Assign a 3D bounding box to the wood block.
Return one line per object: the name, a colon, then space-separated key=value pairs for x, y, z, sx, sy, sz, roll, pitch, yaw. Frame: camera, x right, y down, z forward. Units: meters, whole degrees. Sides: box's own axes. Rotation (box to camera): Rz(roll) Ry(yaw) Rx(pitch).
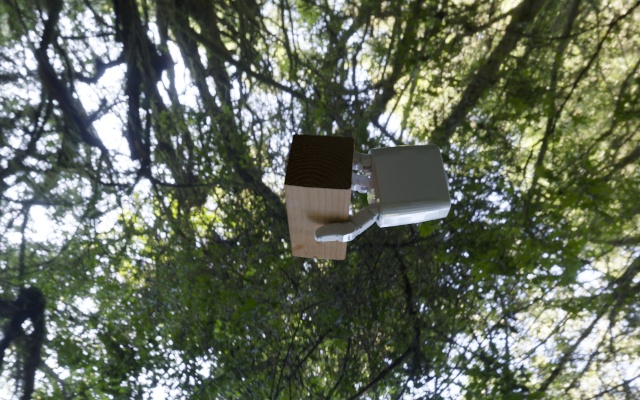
wood block: x=0.000 y=0.003 z=0.726 sx=0.090 sy=0.090 sz=0.206 roll=4 pitch=-33 yaw=3
